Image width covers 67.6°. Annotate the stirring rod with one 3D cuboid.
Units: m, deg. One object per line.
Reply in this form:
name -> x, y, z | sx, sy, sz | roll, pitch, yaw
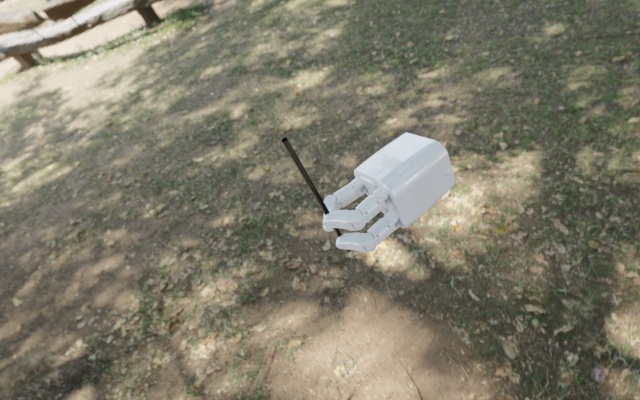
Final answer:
stirring rod -> 0.000, 0.002, 0.659 | 0.011, 0.011, 0.240 | 0, -39, 28
